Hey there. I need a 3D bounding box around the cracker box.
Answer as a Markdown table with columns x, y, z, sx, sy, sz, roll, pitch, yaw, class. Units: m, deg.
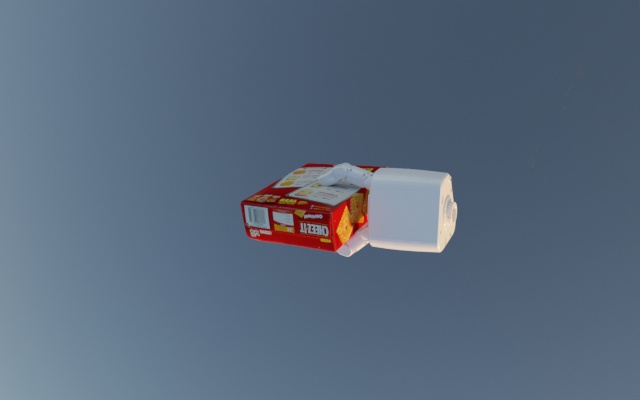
| x | y | z | sx | sy | sz | roll | pitch | yaw | class |
| --- | --- | --- | --- | --- | --- | --- | --- | --- | --- |
| 0.000 | 0.002 | 0.788 | 0.164 | 0.072 | 0.213 | 6 | 23 | 29 | cracker box |
